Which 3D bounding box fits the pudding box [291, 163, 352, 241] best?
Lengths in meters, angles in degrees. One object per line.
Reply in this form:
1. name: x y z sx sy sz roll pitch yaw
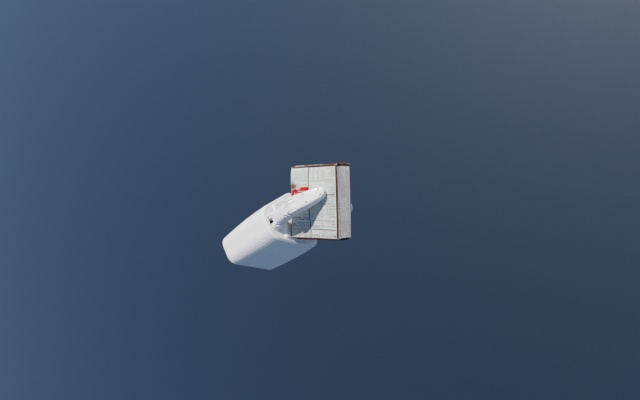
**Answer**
1. pudding box: 0.000 0.002 0.712 0.090 0.113 0.039 0 3 37
